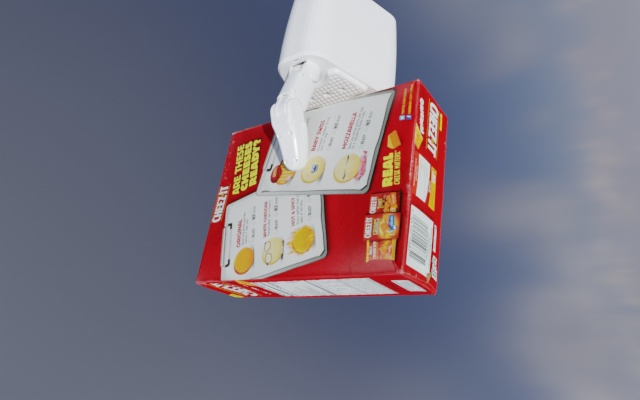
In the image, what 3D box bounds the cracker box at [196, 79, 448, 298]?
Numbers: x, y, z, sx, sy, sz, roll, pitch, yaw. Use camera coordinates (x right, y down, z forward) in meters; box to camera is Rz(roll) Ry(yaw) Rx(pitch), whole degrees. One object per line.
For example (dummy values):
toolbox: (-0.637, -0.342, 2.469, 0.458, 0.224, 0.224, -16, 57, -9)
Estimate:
cracker box: (0.000, 0.001, 0.429, 0.214, 0.164, 0.072, -9, -30, 36)
